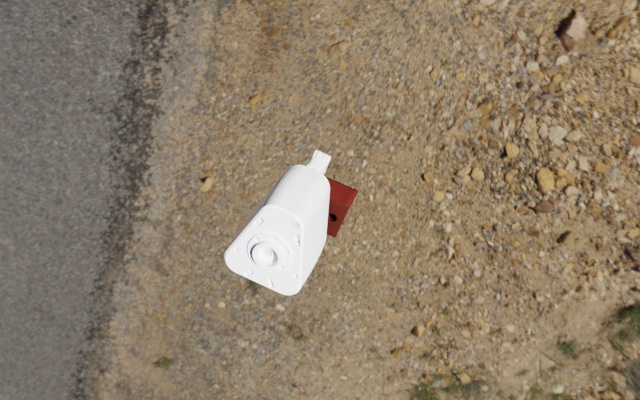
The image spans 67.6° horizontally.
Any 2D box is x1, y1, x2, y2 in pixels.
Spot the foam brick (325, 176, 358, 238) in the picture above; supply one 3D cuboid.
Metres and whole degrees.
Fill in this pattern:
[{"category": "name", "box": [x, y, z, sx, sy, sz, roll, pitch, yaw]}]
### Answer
[{"category": "foam brick", "box": [0.000, 0.002, 0.623, 0.078, 0.053, 0.051, 24, 31, 2]}]
